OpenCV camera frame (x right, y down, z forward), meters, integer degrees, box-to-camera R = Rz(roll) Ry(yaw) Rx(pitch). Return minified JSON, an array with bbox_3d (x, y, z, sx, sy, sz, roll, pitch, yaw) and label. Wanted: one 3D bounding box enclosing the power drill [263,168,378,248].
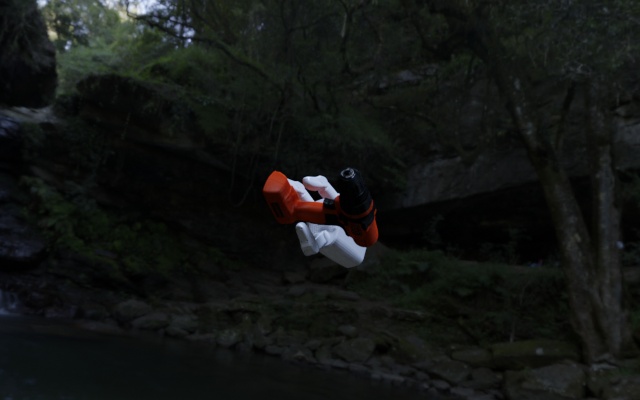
[{"bbox_3d":[0.000,0.003,0.801,0.187,0.057,0.185,13,-34,25],"label":"power drill"}]
